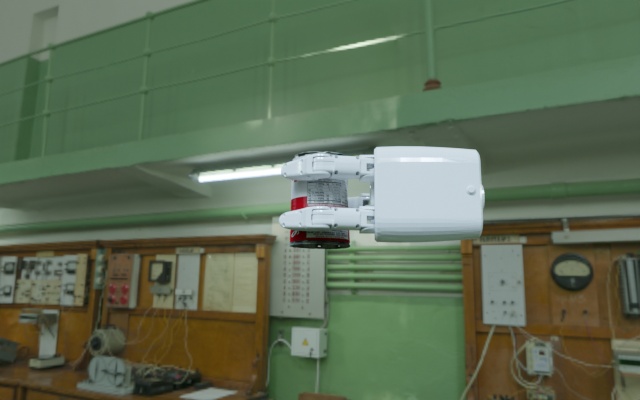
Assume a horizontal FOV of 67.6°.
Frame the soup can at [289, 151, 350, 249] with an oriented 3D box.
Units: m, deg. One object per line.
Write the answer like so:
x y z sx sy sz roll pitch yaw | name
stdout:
0.000 0.001 0.541 0.068 0.102 0.068 1 -10 0 | soup can
